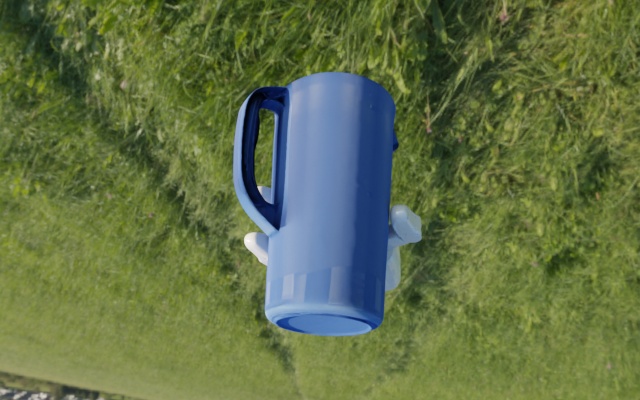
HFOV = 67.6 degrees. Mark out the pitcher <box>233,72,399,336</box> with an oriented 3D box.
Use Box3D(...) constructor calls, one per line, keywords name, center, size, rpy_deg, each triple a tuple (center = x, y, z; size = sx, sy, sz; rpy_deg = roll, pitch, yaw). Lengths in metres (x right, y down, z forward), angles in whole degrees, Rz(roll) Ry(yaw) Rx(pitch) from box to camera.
Box3D(name="pitcher", center=(0.000, 0.002, 0.476), size=(0.149, 0.242, 0.145), rpy_deg=(-3, -27, 14))
